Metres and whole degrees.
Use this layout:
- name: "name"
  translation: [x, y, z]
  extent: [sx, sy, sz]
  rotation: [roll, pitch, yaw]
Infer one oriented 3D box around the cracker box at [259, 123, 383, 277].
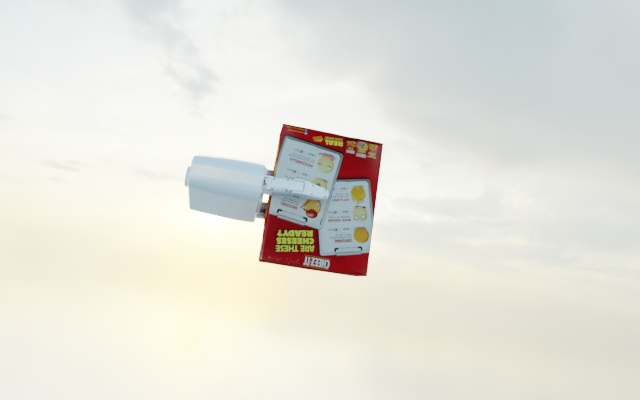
- name: "cracker box"
  translation: [0.000, 0.002, 0.751]
  extent: [0.164, 0.213, 0.072]
  rotation: [10, -11, -8]
